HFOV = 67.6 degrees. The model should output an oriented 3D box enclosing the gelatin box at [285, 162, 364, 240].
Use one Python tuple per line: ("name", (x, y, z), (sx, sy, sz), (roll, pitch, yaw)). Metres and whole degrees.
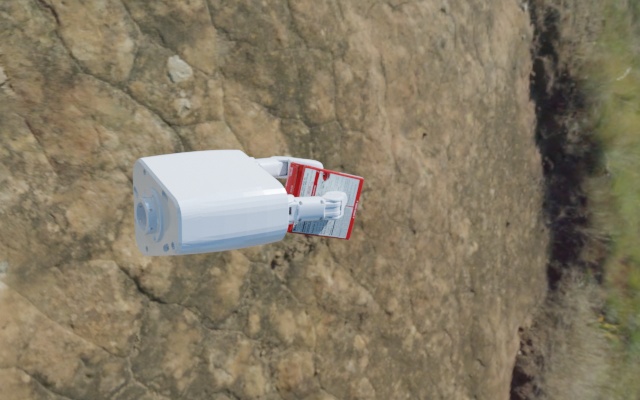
("gelatin box", (0.001, 0.002, 0.526), (0.089, 0.073, 0.030), (10, 5, -37))
